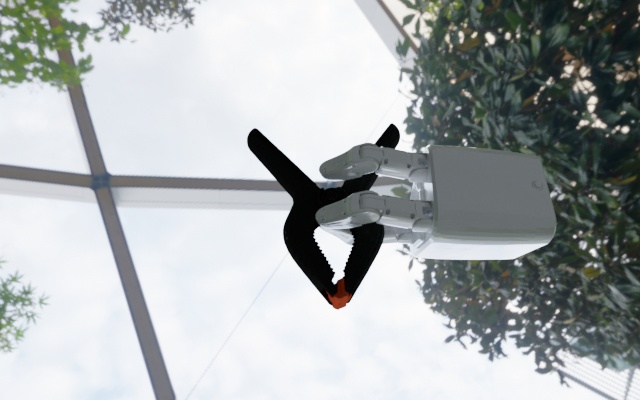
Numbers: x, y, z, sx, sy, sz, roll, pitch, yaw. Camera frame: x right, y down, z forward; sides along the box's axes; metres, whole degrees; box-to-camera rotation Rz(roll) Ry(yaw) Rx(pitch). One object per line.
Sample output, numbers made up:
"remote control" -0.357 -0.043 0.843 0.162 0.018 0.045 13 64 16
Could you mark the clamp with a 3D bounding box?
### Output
"clamp" 0.000 0.002 0.468 0.164 0.209 0.036 2 -34 1
